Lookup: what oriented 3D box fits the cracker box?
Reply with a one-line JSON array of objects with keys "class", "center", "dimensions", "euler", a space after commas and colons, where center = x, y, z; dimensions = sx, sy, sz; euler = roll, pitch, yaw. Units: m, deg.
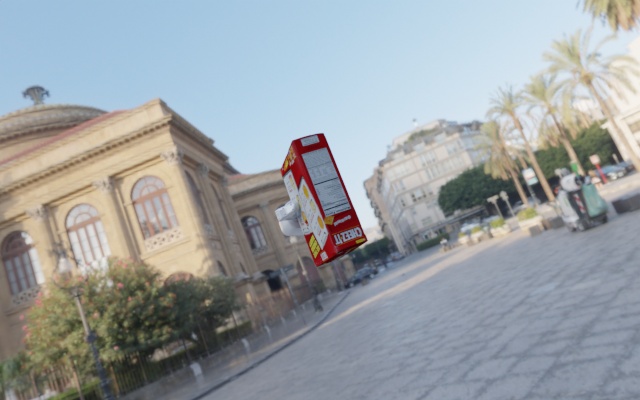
[{"class": "cracker box", "center": [0.000, 0.003, 0.893], "dimensions": [0.072, 0.213, 0.164], "euler": [-19, -11, -17]}]
